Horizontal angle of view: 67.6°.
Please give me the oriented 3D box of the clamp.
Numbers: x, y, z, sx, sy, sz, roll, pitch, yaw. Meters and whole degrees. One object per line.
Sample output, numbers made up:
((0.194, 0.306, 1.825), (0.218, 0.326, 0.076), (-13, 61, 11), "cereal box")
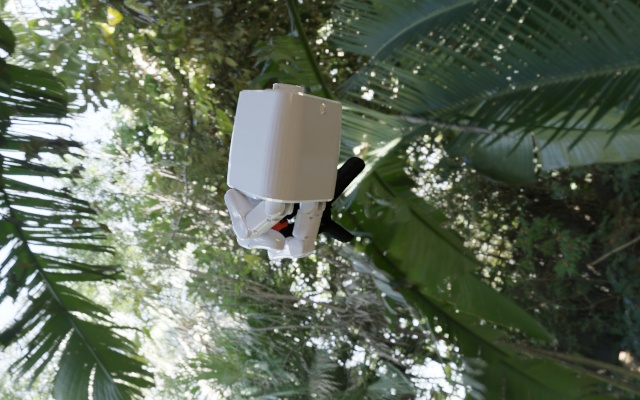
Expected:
((-0.001, 0.002, 0.593), (0.039, 0.120, 0.171), (14, 10, 35), "clamp")
